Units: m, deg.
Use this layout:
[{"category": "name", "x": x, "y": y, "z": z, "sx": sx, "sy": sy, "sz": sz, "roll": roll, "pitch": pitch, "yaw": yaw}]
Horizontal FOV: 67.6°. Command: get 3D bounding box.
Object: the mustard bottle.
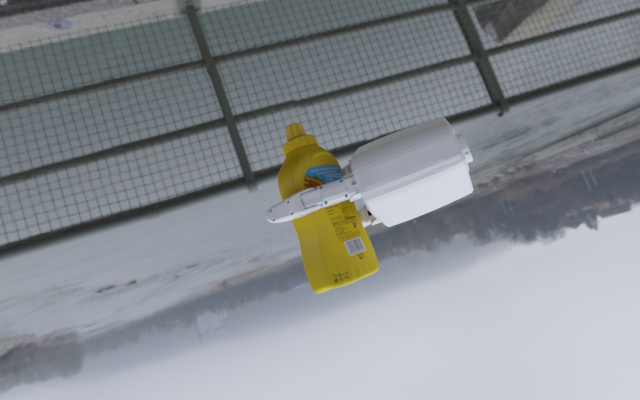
[{"category": "mustard bottle", "x": 0.000, "y": 0.002, "z": 0.542, "sx": 0.058, "sy": 0.191, "sz": 0.096, "roll": -26, "pitch": -9, "yaw": 39}]
